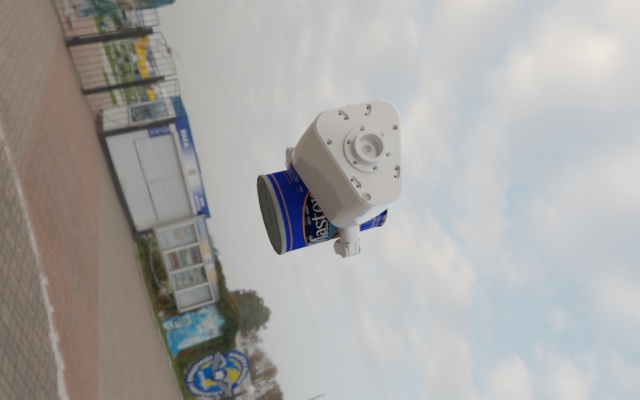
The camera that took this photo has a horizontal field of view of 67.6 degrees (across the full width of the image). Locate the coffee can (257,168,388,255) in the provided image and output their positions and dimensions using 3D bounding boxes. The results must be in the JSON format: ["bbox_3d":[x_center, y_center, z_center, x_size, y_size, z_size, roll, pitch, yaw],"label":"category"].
[{"bbox_3d":[0.000,0.002,0.611,0.140,0.103,0.103,-14,4,-16],"label":"coffee can"}]
